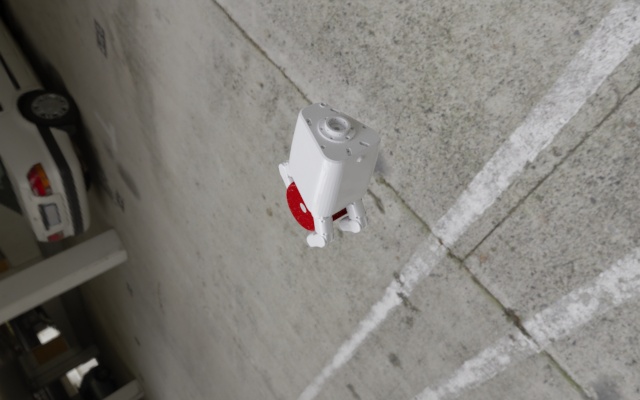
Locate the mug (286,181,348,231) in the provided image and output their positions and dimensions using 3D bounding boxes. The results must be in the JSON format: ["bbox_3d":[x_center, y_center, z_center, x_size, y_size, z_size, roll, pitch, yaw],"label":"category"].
[{"bbox_3d":[0.000,0.003,0.738,0.081,0.093,0.117,-29,-28,-30],"label":"mug"}]
